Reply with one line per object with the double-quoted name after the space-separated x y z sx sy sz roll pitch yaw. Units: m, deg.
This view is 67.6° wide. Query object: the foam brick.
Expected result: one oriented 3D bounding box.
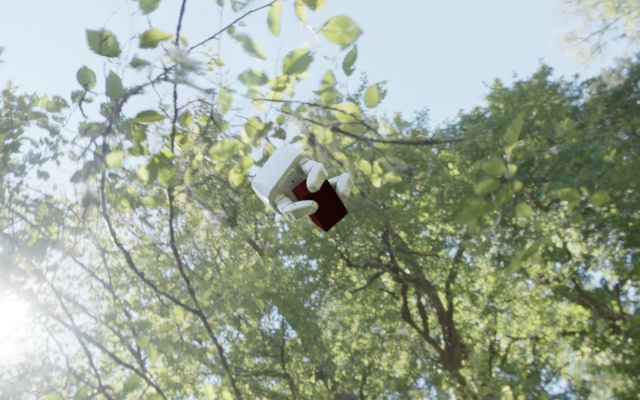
0.000 0.003 0.807 0.053 0.078 0.051 -38 28 -12 "foam brick"
